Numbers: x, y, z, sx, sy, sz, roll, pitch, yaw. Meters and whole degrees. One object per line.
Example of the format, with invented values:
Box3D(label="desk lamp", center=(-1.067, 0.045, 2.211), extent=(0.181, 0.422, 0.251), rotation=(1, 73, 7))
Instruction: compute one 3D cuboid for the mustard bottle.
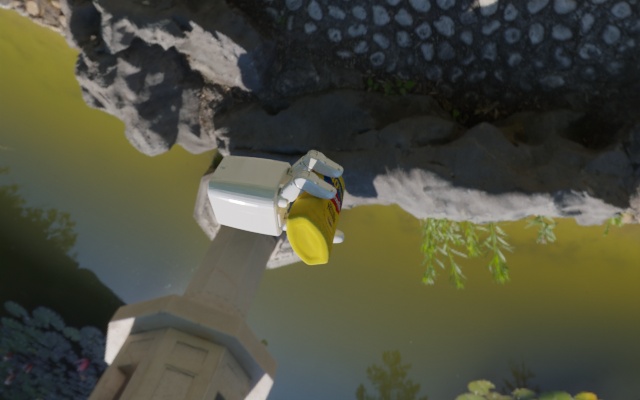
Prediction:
Box3D(label="mustard bottle", center=(0.000, 0.003, 0.745), extent=(0.058, 0.096, 0.191), rotation=(-10, 34, 21))
